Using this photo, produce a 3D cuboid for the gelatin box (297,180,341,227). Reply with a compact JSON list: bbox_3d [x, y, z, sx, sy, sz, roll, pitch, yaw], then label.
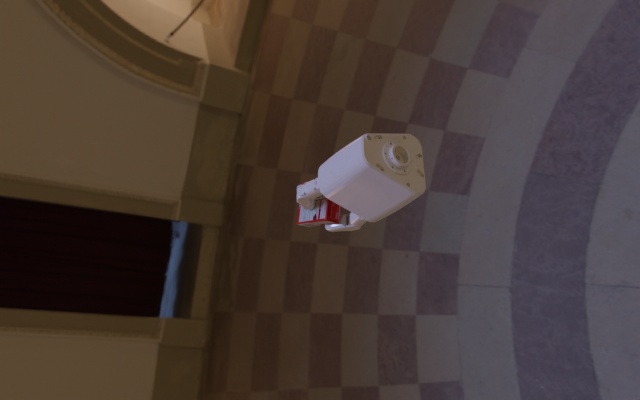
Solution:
[{"bbox_3d":[0.000,0.002,0.768,0.030,0.073,0.089,15,-15,-32],"label":"gelatin box"}]
